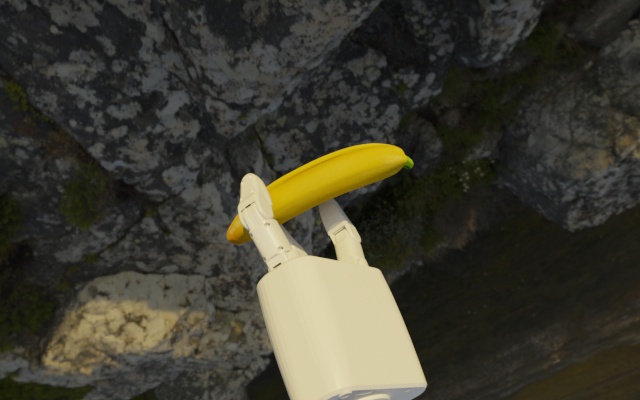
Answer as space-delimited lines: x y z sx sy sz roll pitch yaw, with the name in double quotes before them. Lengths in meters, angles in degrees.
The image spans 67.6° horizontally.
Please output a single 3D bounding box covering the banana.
"banana" 0.001 -0.010 0.440 0.198 0.037 0.070 -21 -34 -5
